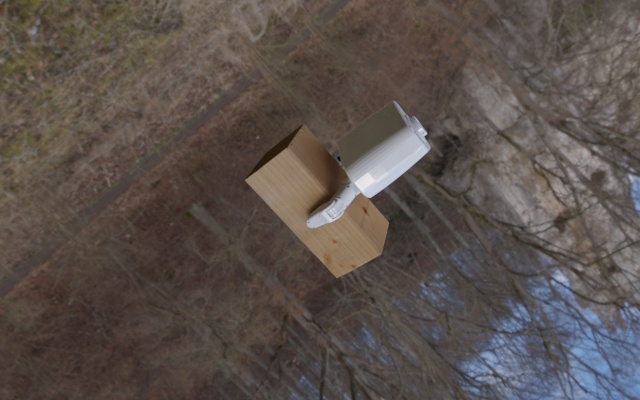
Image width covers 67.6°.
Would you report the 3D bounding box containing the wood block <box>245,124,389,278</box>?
[{"bbox_3d":[0.000,0.002,0.714,0.090,0.206,0.090,-33,17,30],"label":"wood block"}]
